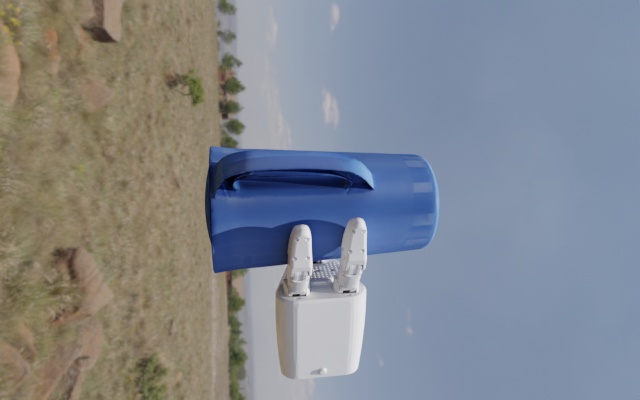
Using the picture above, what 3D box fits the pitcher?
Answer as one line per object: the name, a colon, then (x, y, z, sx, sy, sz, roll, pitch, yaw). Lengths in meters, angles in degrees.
pitcher: (0.000, 0.002, 0.513, 0.243, 0.145, 0.149, -2, 19, -10)
